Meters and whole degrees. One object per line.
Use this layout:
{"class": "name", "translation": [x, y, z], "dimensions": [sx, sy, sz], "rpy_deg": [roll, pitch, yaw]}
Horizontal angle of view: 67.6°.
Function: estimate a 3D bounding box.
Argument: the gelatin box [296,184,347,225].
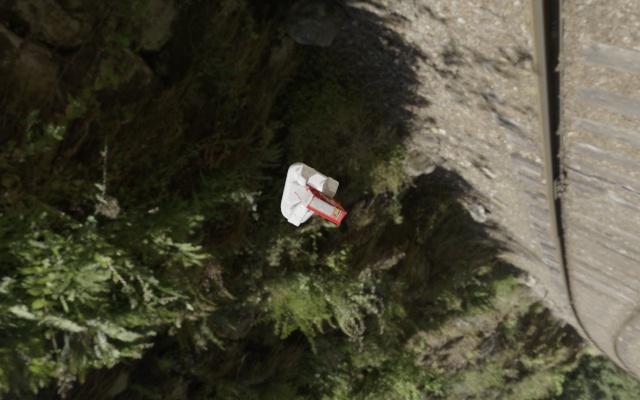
{"class": "gelatin box", "translation": [0.000, 0.003, 0.868], "dimensions": [0.073, 0.030, 0.089], "rpy_deg": [28, 9, -22]}
